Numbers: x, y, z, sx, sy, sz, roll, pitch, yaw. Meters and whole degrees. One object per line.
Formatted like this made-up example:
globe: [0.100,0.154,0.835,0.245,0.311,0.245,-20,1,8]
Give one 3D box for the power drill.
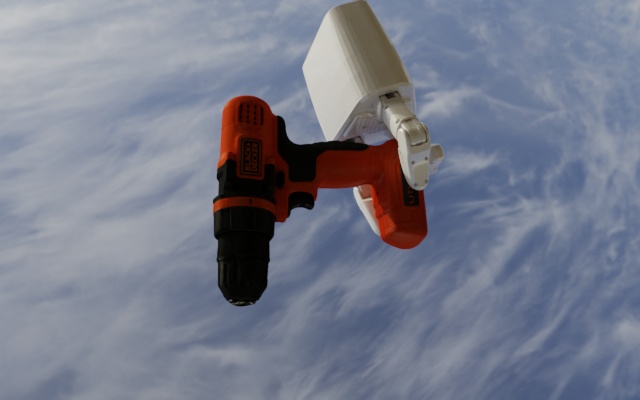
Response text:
power drill: [0.000,0.001,0.425,0.187,0.184,0.057,5,-20,-20]
